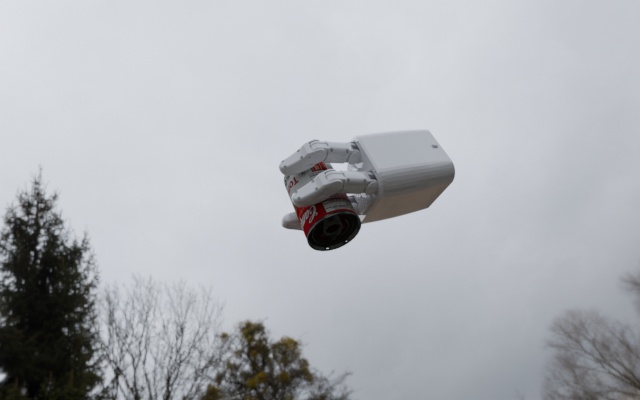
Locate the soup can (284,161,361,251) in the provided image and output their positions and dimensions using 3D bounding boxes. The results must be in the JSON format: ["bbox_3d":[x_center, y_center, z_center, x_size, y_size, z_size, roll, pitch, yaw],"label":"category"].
[{"bbox_3d":[0.000,0.002,0.590,0.068,0.102,0.069,-15,-39,-13],"label":"soup can"}]
